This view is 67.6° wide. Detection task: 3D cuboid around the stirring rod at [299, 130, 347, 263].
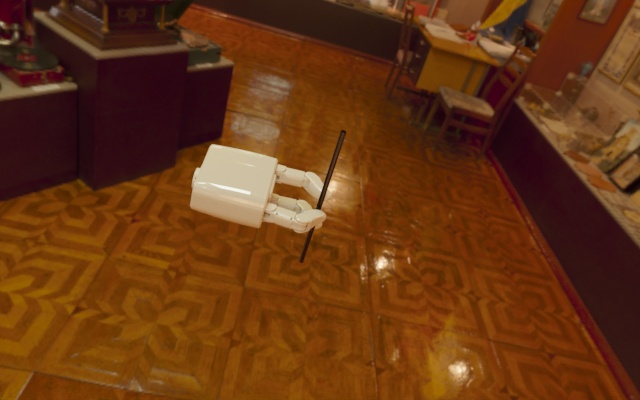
[{"bbox_3d":[0.000,0.002,0.721,0.011,0.240,0.011,13,32,-8],"label":"stirring rod"}]
